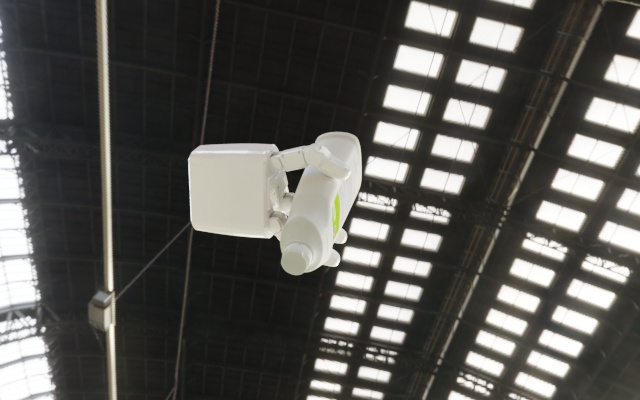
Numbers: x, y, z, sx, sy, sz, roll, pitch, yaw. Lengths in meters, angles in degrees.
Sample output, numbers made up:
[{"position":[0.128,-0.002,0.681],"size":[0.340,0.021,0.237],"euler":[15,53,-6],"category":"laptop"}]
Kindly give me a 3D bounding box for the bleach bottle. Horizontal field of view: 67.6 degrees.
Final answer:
[{"position":[0.000,0.002,0.602],"size":[0.068,0.103,0.250],"euler":[1,27,14],"category":"bleach bottle"}]
